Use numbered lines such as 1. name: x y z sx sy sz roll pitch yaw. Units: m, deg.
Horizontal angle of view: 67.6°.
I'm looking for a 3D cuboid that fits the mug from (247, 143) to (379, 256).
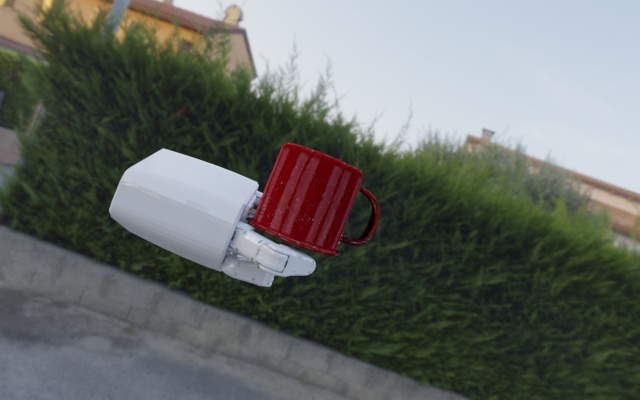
1. mug: 0.001 0.002 0.447 0.117 0.081 0.093 21 1 -5
